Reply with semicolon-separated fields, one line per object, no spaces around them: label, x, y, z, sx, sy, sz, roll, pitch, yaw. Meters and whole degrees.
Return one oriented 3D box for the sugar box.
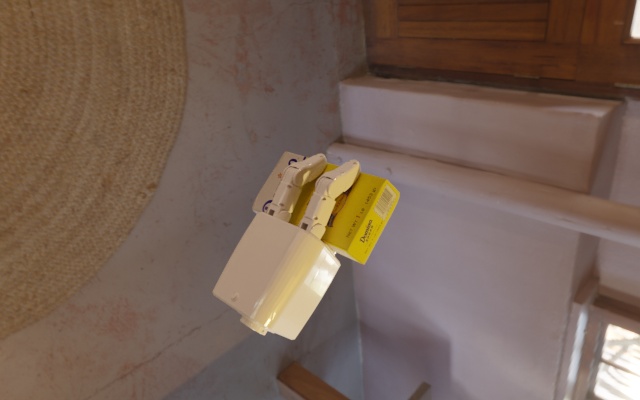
sugar box;0.000;0.002;0.576;0.176;0.093;0.048;20;-15;41
